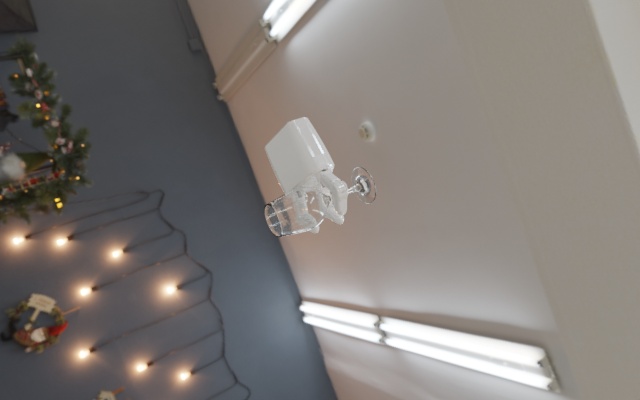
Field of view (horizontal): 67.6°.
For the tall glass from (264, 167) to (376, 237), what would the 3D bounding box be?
[{"bbox_3d":[0.001,0.003,0.864,0.201,0.079,0.079,-22,10,-27],"label":"tall glass"}]
